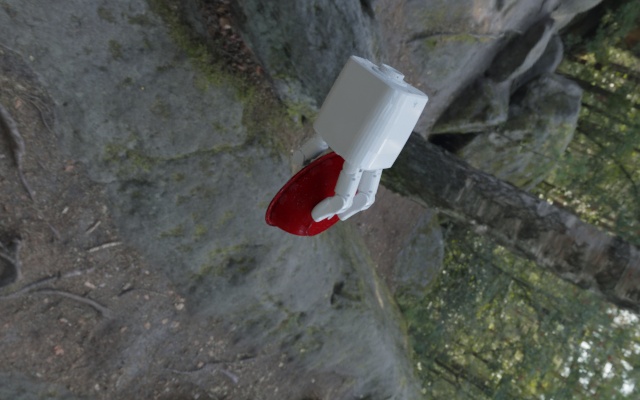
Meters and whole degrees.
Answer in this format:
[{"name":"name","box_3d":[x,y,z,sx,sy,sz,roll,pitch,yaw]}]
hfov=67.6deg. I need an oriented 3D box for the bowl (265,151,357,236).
[{"name":"bowl","box_3d":[0.000,0.003,0.696,0.162,0.055,0.162,-35,-18,-13]}]
